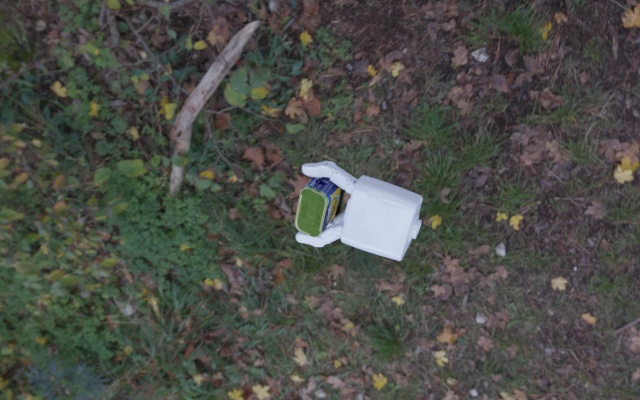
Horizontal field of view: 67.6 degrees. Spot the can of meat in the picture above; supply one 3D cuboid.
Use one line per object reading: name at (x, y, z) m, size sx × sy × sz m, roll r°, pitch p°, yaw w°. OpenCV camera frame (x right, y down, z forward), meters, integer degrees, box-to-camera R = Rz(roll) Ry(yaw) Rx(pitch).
can of meat at (0.000, 0.003, 0.831) m, size 0.057 × 0.102 × 0.084 m, roll 22°, pitch 36°, yaw 14°
